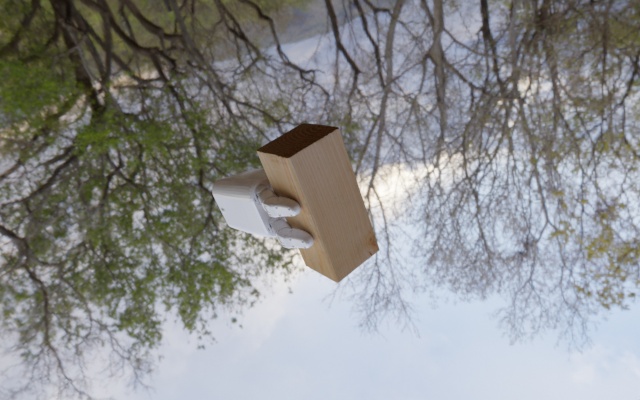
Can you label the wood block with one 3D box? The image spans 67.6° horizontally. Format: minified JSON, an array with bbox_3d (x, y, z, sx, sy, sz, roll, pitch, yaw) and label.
[{"bbox_3d":[0.000,0.002,0.694,0.091,0.206,0.090,-35,30,-25],"label":"wood block"}]
